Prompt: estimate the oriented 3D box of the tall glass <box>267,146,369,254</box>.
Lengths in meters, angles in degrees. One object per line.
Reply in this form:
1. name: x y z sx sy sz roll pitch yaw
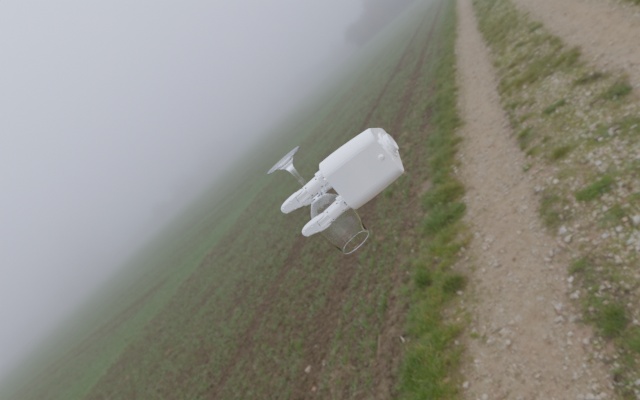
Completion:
1. tall glass: 0.000 0.002 0.848 0.079 0.201 0.079 -39 11 9
